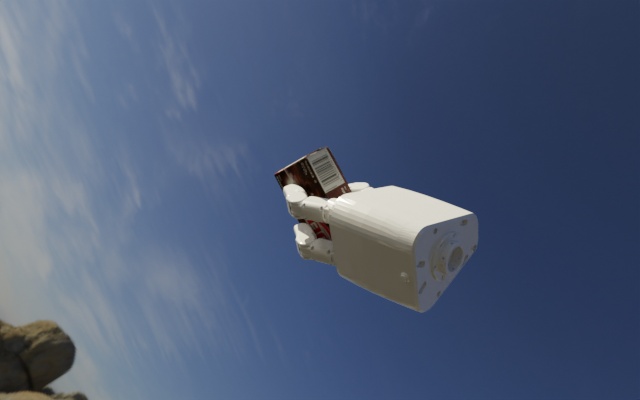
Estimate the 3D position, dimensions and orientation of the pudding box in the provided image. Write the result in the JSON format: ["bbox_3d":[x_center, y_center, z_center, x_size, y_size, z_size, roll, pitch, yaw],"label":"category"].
[{"bbox_3d":[0.000,0.002,0.568,0.039,0.113,0.090,-27,4,-31],"label":"pudding box"}]
